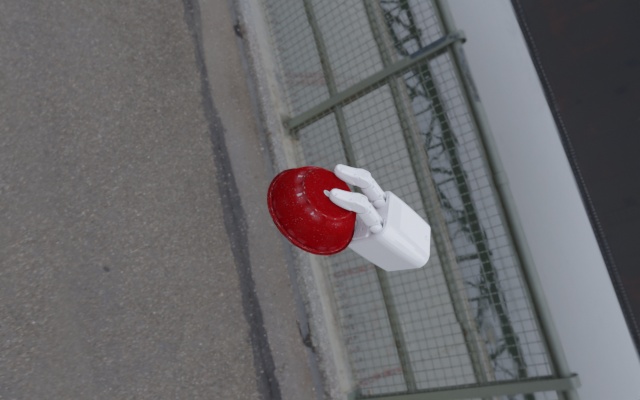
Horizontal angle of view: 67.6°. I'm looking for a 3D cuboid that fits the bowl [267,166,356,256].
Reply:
[{"bbox_3d":[-0.001,0.002,0.747,0.162,0.162,0.055,0,-31,-35],"label":"bowl"}]
